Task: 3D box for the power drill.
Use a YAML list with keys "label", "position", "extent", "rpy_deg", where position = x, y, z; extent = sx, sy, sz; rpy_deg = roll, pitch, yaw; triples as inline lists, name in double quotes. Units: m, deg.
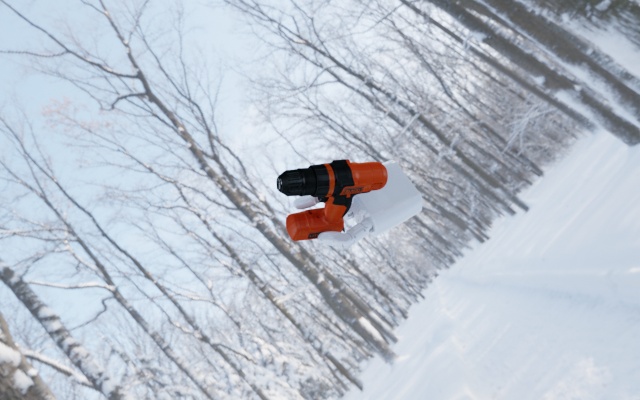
- label: "power drill"
  position: [0.000, 0.003, 0.794]
  extent: [0.184, 0.057, 0.188]
  rpy_deg: [-4, -28, -22]
